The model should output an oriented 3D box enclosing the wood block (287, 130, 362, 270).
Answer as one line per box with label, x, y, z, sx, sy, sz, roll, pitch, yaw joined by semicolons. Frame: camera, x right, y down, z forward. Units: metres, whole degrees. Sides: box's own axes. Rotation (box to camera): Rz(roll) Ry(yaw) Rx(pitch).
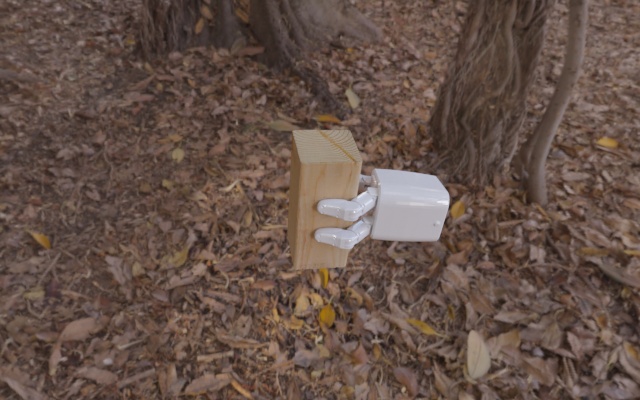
wood block;0.000;0.002;0.743;0.090;0.206;0.090;-2;38;-10
